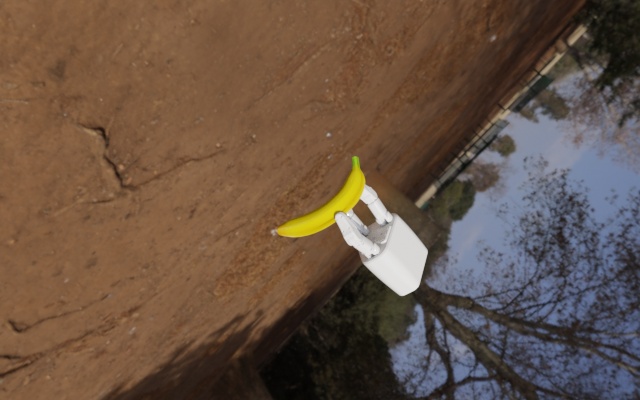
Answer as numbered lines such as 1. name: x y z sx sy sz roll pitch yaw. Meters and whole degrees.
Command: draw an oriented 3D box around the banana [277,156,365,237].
1. banana: 0.011 0.011 0.840 0.037 0.198 0.069 44 5 -48
